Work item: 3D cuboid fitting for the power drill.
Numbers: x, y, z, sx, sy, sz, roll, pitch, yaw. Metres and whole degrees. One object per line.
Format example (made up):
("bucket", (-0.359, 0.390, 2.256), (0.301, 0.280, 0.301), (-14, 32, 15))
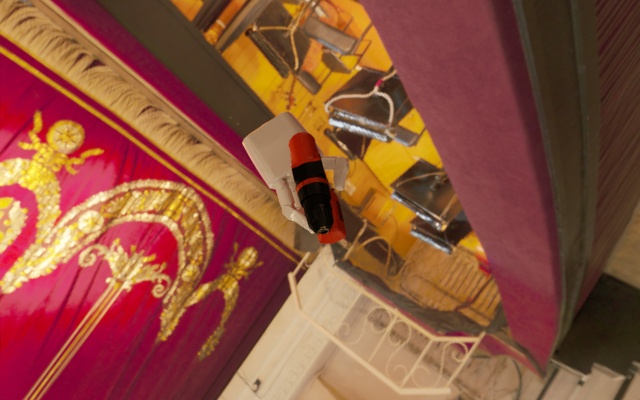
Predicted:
("power drill", (0.000, 0.003, 0.808), (0.057, 0.184, 0.188), (-14, -31, 4))
